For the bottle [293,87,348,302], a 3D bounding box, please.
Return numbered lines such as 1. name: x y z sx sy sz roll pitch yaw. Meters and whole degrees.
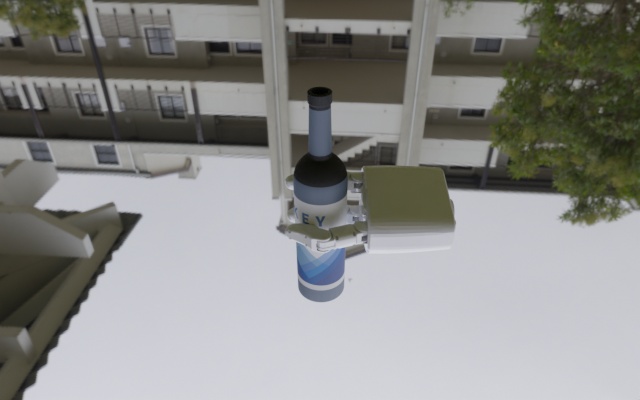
1. bottle: 0.000 0.002 0.601 0.069 0.296 0.069 0 35 0
